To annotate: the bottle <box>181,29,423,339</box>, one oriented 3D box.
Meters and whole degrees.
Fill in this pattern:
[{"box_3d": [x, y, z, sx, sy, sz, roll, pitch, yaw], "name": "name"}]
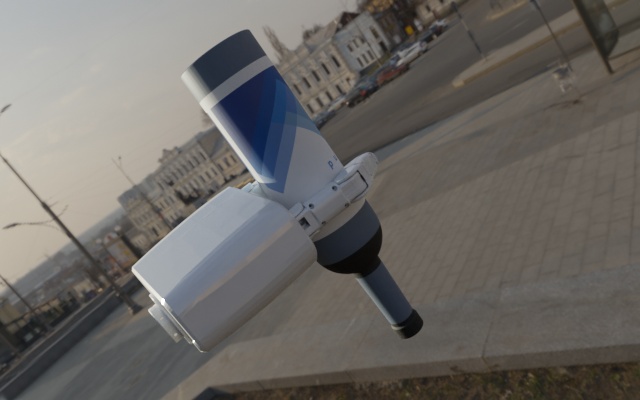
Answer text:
[{"box_3d": [0.000, 0.001, 0.409, 0.069, 0.296, 0.069, -34, 13, 8], "name": "bottle"}]
